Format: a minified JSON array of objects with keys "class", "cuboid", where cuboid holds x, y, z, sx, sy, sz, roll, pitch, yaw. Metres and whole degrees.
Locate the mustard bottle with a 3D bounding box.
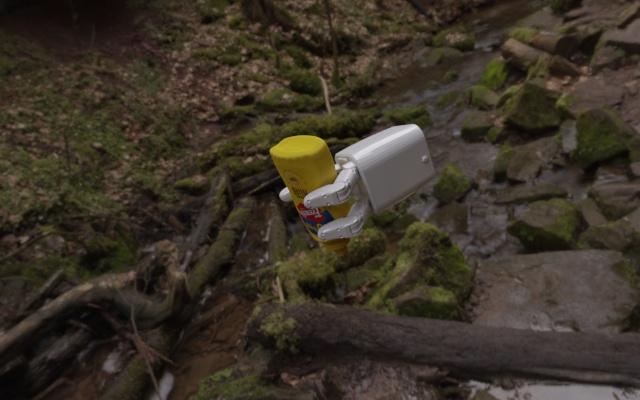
[{"class":"mustard bottle","cuboid":[0.000,0.002,0.685,0.096,0.192,0.058,10,43,46]}]
